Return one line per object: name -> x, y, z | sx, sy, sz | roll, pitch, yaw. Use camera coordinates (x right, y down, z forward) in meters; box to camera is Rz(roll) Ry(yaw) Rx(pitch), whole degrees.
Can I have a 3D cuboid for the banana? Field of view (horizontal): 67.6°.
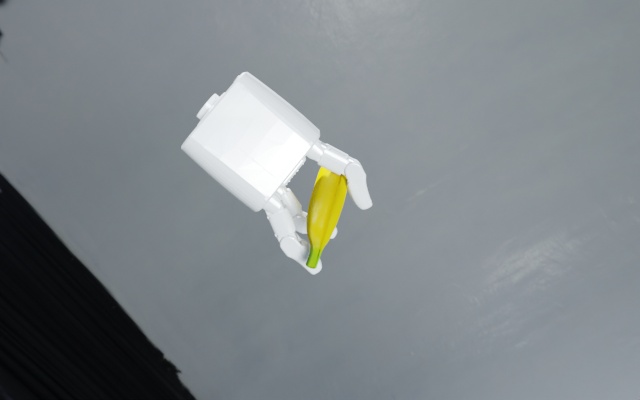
banana -> 0.007, -0.010, 0.566 | 0.037, 0.070, 0.197 | 26, 35, -7
